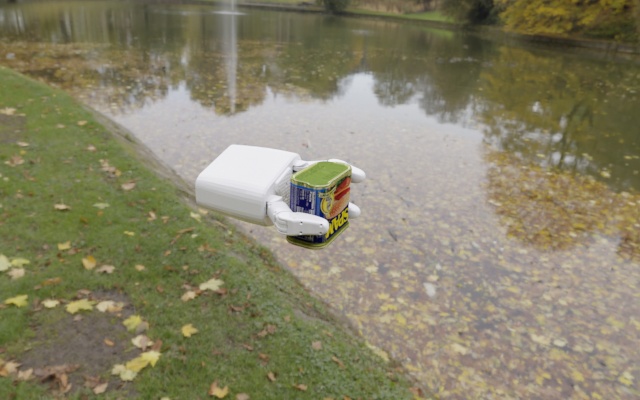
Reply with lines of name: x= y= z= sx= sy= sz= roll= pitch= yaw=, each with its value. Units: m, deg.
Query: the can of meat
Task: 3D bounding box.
can of meat: x=0.000 y=0.002 z=0.608 sx=0.057 sy=0.084 sz=0.102 roll=14 pitch=25 yaw=23
